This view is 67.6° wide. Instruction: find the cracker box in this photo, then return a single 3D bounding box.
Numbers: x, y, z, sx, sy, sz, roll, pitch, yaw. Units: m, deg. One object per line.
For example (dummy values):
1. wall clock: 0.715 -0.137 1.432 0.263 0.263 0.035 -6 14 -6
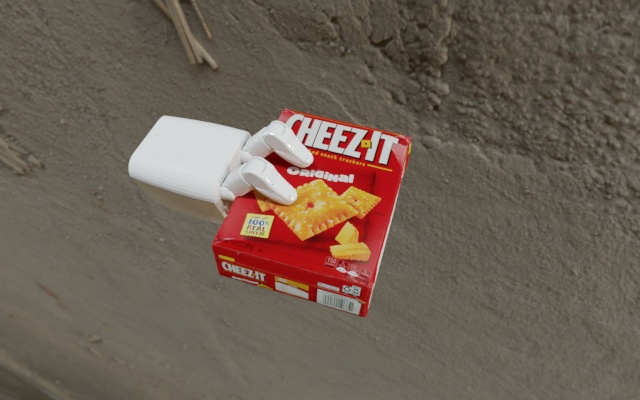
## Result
1. cracker box: 0.000 0.002 0.533 0.164 0.213 0.072 15 -37 9
